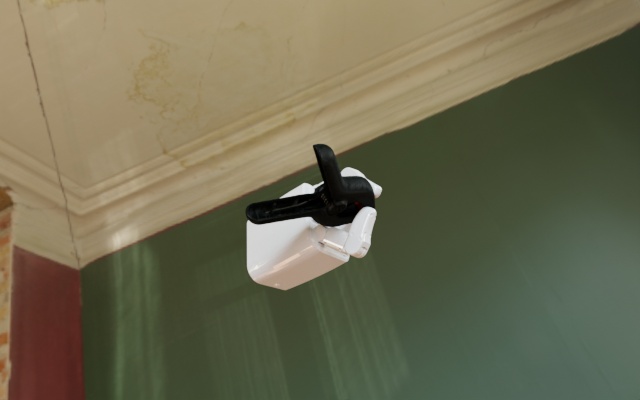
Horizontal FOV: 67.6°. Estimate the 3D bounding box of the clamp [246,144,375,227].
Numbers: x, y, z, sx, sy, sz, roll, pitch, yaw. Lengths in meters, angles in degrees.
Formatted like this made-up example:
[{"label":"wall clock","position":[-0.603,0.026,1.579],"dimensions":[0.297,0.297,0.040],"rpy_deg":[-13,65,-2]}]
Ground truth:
[{"label":"clamp","position":[0.000,0.001,0.542],"dimensions":[0.120,0.039,0.171],"rpy_deg":[-30,-31,21]}]
